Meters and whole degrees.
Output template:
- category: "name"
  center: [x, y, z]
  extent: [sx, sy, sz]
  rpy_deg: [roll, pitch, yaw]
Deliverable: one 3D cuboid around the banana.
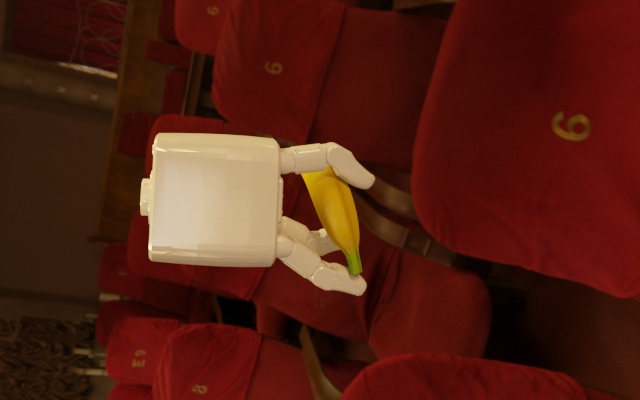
- category: "banana"
  center: [0.002, -0.012, 0.497]
  extent: [0.037, 0.070, 0.197]
  rpy_deg: [-4, 36, -13]
